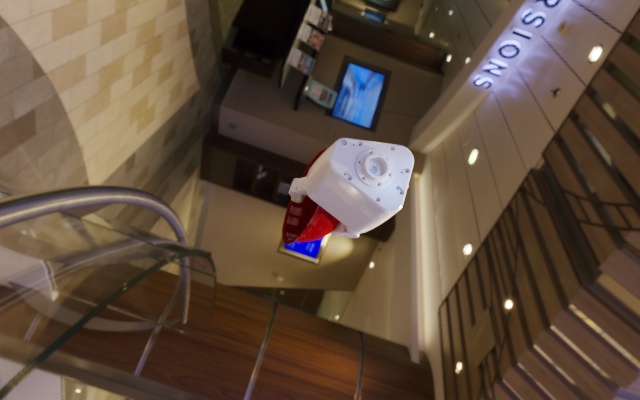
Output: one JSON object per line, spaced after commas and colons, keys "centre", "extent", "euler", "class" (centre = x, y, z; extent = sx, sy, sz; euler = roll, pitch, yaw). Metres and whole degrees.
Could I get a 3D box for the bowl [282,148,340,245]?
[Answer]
{"centre": [0.000, 0.003, 0.746], "extent": [0.055, 0.162, 0.162], "euler": [25, -8, -18], "class": "bowl"}
